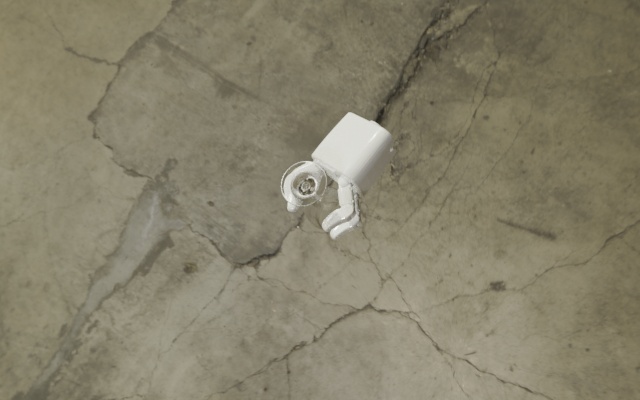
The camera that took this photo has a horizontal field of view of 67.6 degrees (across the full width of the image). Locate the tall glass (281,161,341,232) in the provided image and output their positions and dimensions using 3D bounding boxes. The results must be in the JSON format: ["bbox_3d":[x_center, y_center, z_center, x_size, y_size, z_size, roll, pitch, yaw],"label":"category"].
[{"bbox_3d":[0.000,0.003,0.820,0.079,0.079,0.201,0,-17,15],"label":"tall glass"}]
